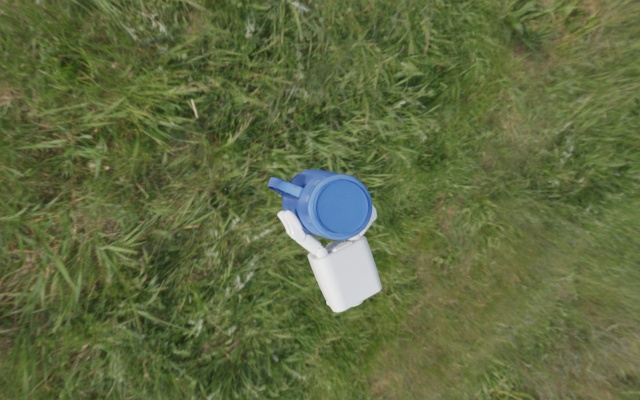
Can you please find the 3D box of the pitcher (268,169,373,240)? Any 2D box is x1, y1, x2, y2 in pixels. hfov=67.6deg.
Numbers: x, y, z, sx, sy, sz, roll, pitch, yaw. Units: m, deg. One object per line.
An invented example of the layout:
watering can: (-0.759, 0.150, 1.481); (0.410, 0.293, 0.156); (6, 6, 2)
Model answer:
pitcher: (0.000, 0.003, 0.876); (0.149, 0.145, 0.243); (-21, 6, -10)
